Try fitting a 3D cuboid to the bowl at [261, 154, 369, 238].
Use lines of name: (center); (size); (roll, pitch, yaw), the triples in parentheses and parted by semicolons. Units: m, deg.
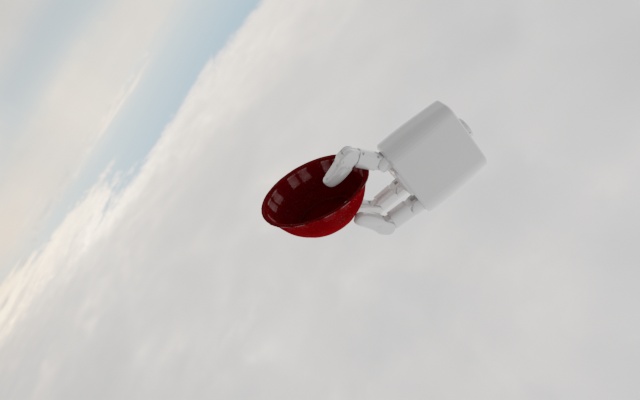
bowl: (-0.001, 0.003, 0.672); (0.162, 0.055, 0.162); (-19, 32, 12)
